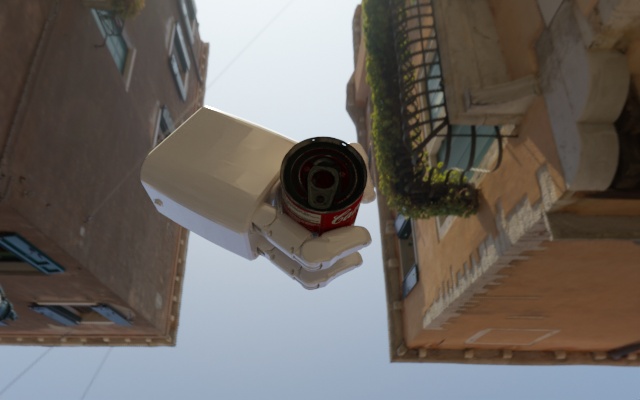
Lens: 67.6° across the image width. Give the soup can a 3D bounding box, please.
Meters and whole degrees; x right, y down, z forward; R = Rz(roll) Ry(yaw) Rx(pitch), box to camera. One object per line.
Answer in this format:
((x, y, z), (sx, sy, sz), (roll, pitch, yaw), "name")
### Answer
((0.001, 0.002, 0.412), (0.068, 0.068, 0.102), (0, -27, -3), "soup can")
